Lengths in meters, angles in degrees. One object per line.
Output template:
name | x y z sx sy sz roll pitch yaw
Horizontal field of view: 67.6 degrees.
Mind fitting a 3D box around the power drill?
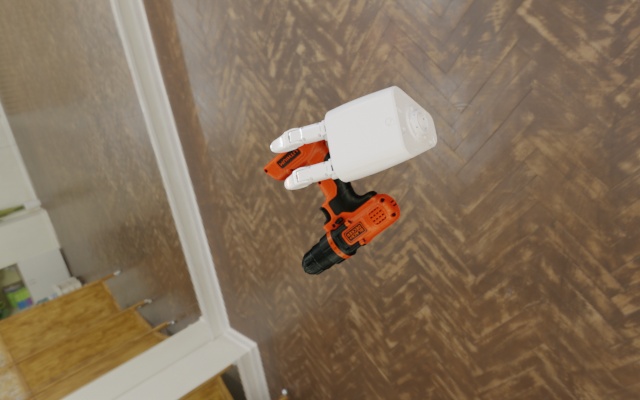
power drill | 0.000 0.002 0.721 0.184 0.187 0.057 -39 -2 24
